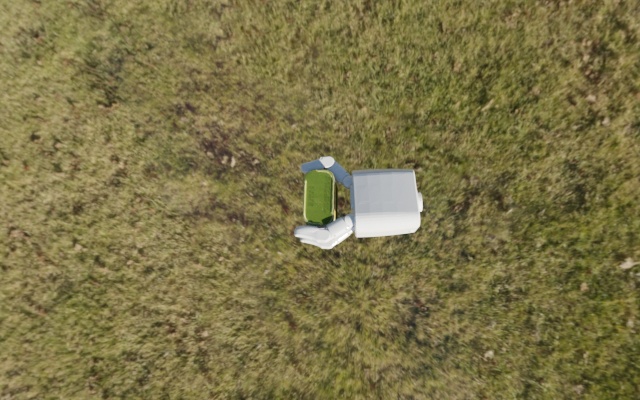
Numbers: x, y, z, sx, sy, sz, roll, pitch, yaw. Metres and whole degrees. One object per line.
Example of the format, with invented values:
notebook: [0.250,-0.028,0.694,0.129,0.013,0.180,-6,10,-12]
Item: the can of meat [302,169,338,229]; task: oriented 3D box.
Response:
can of meat: [0.000,0.003,0.828,0.057,0.102,0.084,0,-12,4]
